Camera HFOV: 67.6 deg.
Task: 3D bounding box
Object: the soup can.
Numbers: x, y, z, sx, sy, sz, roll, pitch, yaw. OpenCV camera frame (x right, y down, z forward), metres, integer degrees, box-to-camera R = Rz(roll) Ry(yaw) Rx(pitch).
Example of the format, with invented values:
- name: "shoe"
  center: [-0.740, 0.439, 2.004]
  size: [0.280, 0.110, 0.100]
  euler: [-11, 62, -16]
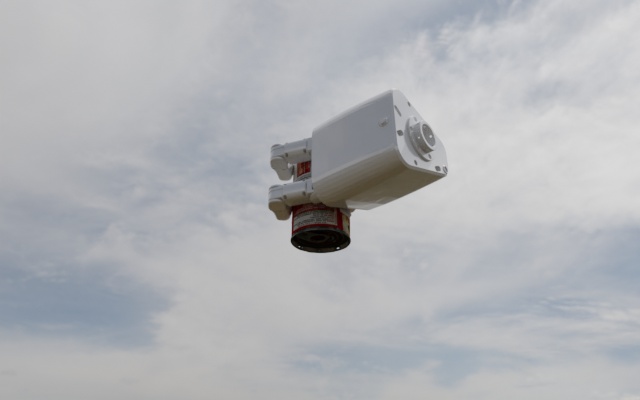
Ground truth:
- name: "soup can"
  center: [0.000, 0.002, 0.558]
  size: [0.068, 0.102, 0.068]
  euler: [0, -28, 0]
